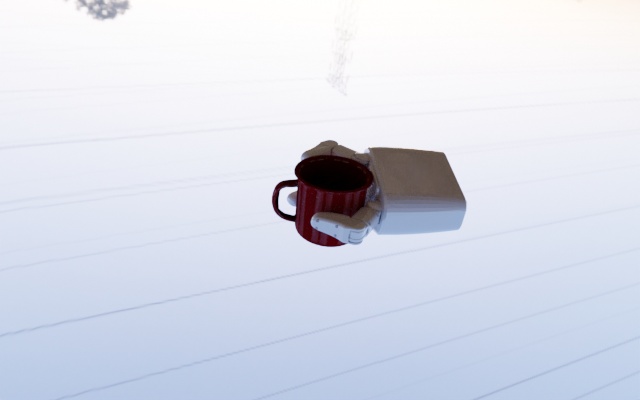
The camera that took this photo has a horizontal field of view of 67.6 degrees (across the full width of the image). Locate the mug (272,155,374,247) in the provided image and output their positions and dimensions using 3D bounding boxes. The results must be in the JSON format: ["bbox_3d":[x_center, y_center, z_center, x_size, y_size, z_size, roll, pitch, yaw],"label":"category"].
[{"bbox_3d":[-0.001,0.002,0.572,0.117,0.081,0.093,0,32,-11],"label":"mug"}]
